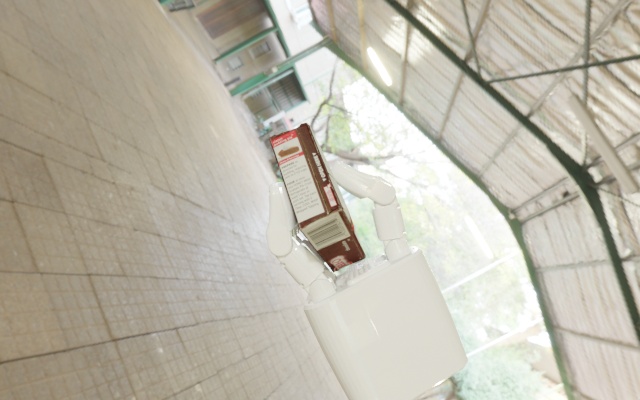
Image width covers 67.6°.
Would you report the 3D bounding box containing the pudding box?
[{"bbox_3d":[0.000,0.001,0.412,0.039,0.090,0.113,-23,-29,2],"label":"pudding box"}]
